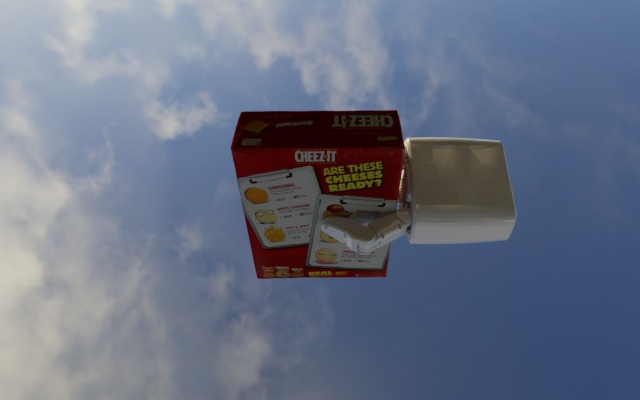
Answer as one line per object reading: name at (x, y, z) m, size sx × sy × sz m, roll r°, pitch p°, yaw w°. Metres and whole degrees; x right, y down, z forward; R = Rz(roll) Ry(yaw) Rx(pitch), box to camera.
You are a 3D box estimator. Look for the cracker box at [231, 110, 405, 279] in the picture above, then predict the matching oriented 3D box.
cracker box at (0.000, 0.002, 0.538) m, size 0.164 × 0.072 × 0.214 m, roll -1°, pitch -44°, yaw 1°
